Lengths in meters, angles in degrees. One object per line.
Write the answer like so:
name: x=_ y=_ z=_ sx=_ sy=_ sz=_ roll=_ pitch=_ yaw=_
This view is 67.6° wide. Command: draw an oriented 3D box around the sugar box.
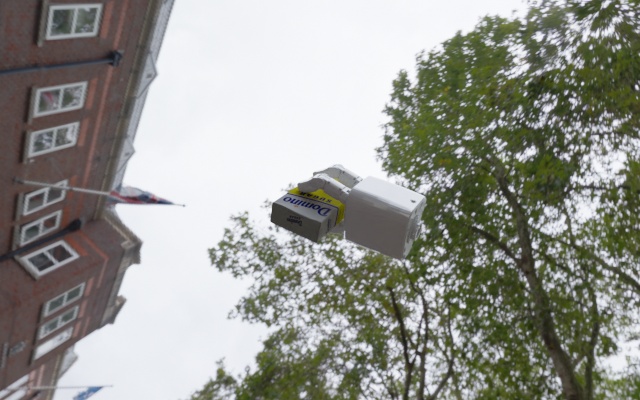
sugar box: x=0.000 y=0.002 z=0.826 sx=0.093 sy=0.048 sz=0.176 roll=22 pitch=29 yaw=20
